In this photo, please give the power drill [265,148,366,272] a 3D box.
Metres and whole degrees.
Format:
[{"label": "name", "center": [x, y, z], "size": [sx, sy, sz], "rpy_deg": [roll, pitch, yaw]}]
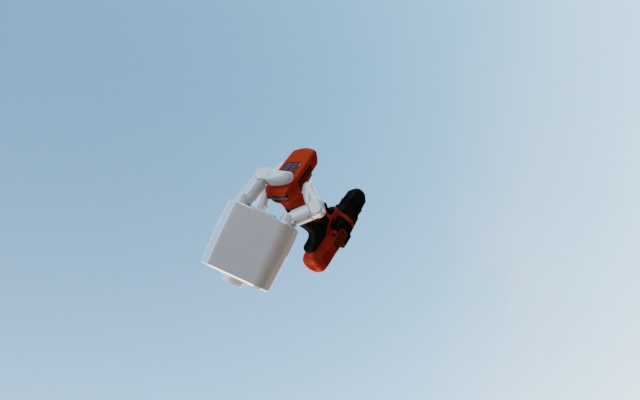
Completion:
[{"label": "power drill", "center": [0.000, 0.003, 0.820], "size": [0.057, 0.184, 0.188], "rpy_deg": [2, -42, 42]}]
